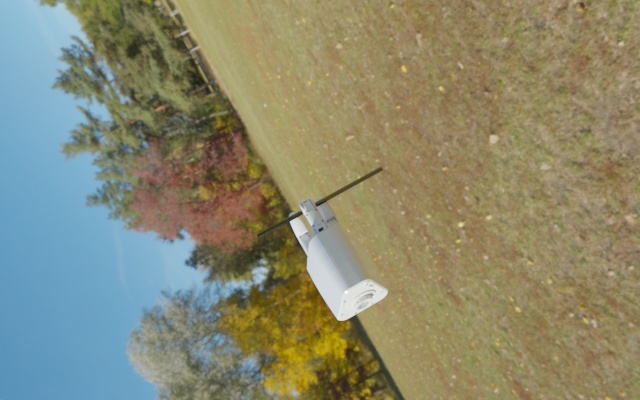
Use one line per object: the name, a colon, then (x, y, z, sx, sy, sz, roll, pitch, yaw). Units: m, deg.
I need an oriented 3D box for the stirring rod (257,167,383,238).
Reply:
stirring rod: (0.000, 0.003, 0.809, 0.239, 0.011, 0.011, -29, 3, -5)
